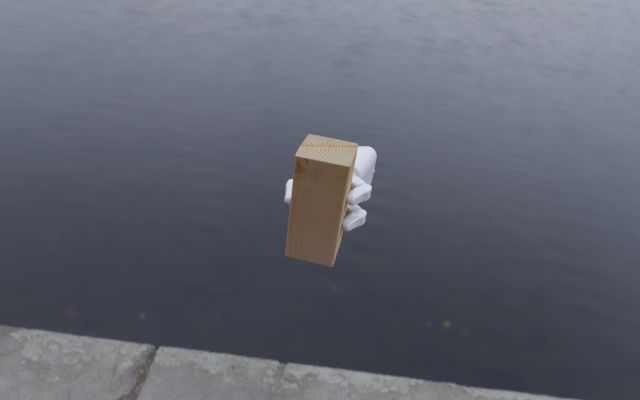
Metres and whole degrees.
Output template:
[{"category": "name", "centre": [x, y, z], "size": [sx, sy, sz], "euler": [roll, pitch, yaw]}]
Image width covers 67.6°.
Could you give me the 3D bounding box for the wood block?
[{"category": "wood block", "centre": [0.000, 0.002, 0.831], "size": [0.091, 0.206, 0.090], "euler": [13, 33, 7]}]
